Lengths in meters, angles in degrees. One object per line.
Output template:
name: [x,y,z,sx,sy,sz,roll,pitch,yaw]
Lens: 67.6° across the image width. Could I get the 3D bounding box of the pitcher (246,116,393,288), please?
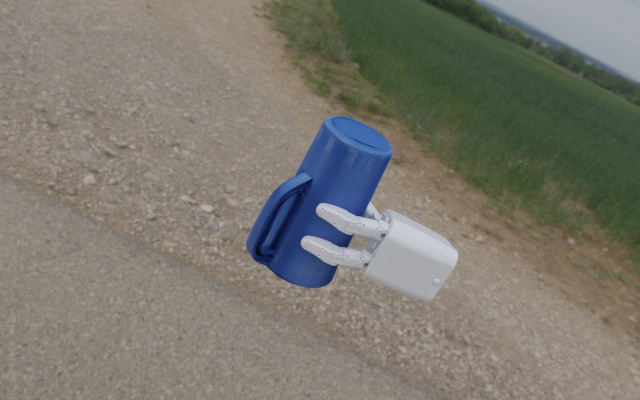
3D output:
pitcher: [0.000,0.002,0.709,0.145,0.243,0.149,26,26,-2]
